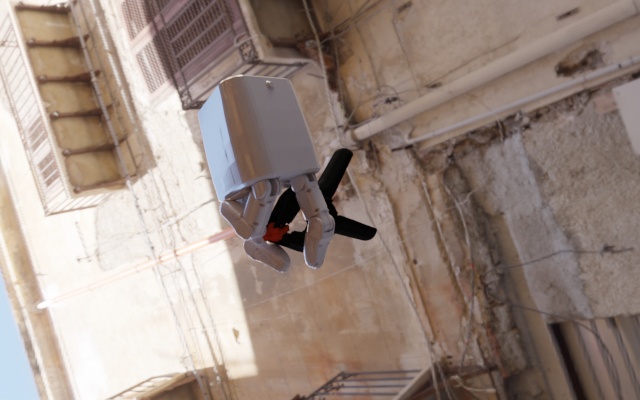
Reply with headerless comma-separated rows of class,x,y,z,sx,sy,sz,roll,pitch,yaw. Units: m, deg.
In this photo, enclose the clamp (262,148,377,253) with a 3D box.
clamp,0.000,0.002,0.557,0.039,0.120,0.171,-20,-6,41
